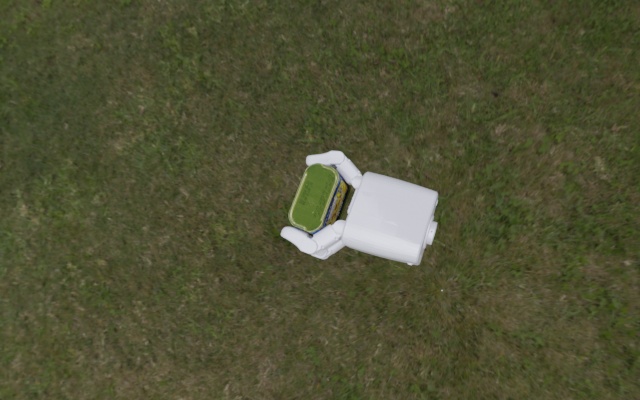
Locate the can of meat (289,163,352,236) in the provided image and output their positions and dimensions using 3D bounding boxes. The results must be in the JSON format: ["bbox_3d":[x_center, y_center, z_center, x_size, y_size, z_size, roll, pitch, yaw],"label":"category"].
[{"bbox_3d":[0.000,0.002,0.697,0.057,0.102,0.084,19,-5,16],"label":"can of meat"}]
